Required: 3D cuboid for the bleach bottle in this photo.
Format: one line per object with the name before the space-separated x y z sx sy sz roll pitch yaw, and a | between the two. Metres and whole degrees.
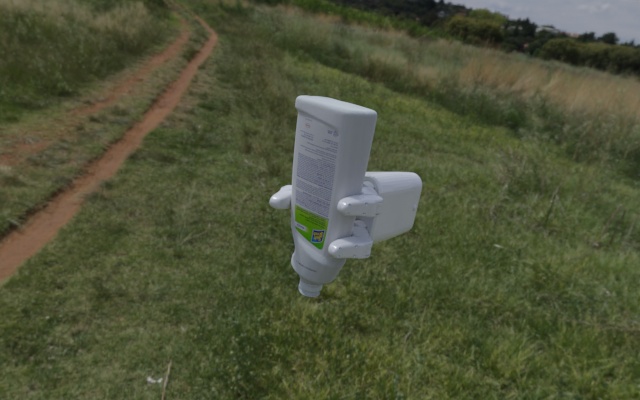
bleach bottle | 0.000 0.002 0.606 0.068 0.251 0.102 -9 26 -45
